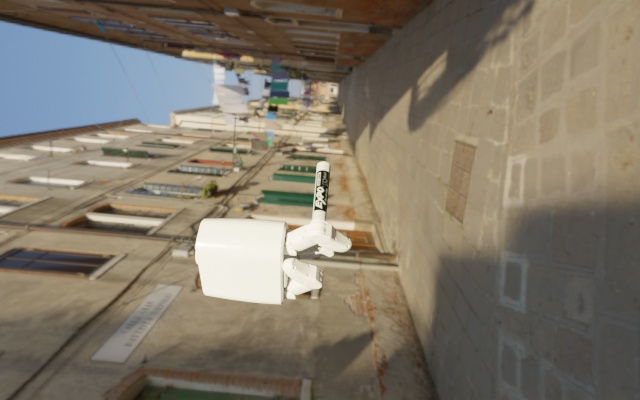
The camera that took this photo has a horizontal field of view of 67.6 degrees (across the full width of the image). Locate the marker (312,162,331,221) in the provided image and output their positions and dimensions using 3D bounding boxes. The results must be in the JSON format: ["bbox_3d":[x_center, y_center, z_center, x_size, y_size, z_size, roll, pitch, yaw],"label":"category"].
[{"bbox_3d":[0.000,0.002,0.610,0.020,0.121,0.020,3,-35,2],"label":"marker"}]
